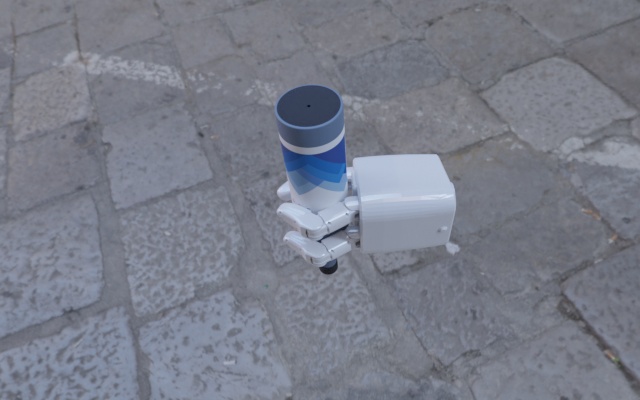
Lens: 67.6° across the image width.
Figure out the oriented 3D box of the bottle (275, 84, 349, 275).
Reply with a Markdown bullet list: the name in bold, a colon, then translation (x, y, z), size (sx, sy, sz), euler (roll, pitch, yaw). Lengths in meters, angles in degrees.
- **bottle**: translation (0.000, 0.002, 0.571), size (0.069, 0.069, 0.296), euler (0, -39, 6)
